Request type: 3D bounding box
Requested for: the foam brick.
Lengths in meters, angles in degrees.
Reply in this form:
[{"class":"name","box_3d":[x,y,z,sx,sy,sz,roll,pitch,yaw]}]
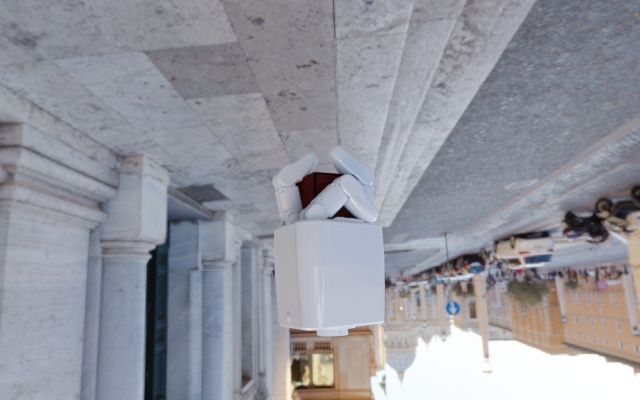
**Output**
[{"class":"foam brick","box_3d":[0.000,0.002,0.546,0.053,0.051,0.078,2,-11,-25]}]
